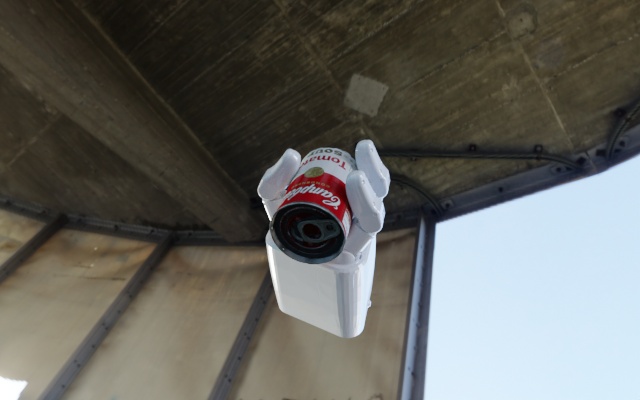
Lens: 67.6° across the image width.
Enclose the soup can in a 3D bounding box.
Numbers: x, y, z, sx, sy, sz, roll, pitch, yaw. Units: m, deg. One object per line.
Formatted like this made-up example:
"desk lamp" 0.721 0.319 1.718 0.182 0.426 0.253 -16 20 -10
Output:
"soup can" 0.000 0.001 0.452 0.068 0.068 0.102 0 35 16
